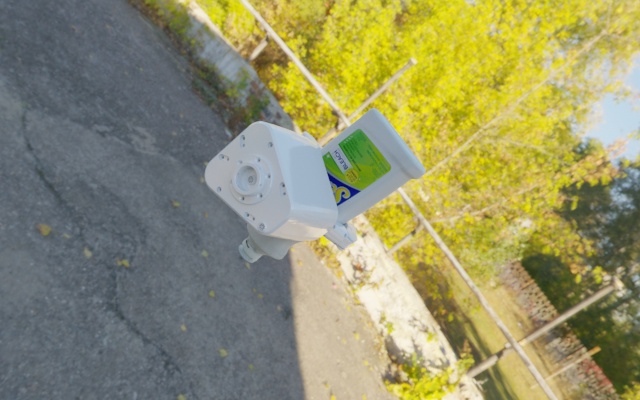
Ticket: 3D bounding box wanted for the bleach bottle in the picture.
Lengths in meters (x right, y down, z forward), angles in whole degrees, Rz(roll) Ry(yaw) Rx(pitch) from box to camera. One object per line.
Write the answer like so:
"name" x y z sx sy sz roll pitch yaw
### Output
"bleach bottle" 0.000 0.002 0.598 0.251 0.102 0.068 -39 -18 16
